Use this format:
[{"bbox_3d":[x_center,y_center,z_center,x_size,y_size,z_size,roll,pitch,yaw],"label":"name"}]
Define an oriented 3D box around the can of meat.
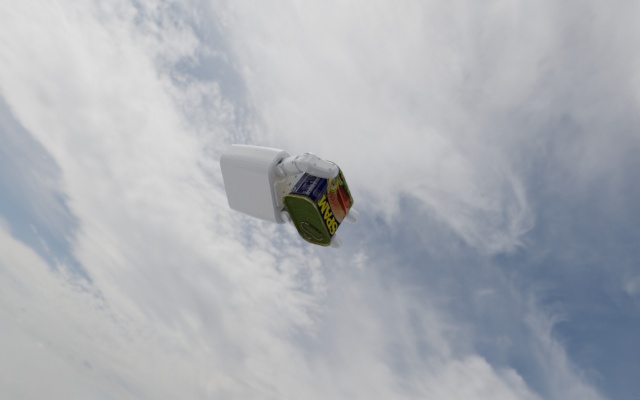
[{"bbox_3d":[0.000,0.002,0.702,0.057,0.102,0.084,10,50,33],"label":"can of meat"}]
